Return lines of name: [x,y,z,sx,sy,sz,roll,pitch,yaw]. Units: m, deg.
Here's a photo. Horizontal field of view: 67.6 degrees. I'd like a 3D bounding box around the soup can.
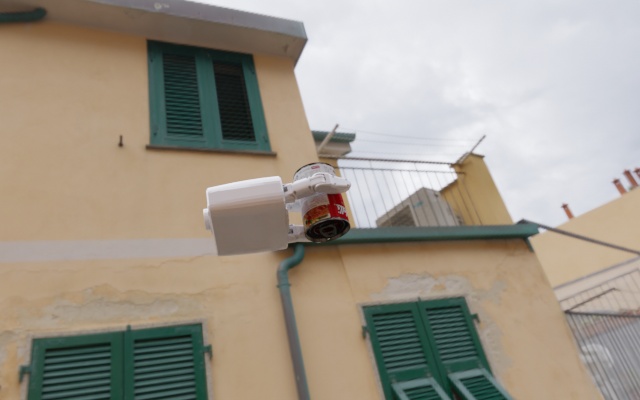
soup can: [0.001,0.002,0.716,0.068,0.102,0.068,-10,-31,-6]
